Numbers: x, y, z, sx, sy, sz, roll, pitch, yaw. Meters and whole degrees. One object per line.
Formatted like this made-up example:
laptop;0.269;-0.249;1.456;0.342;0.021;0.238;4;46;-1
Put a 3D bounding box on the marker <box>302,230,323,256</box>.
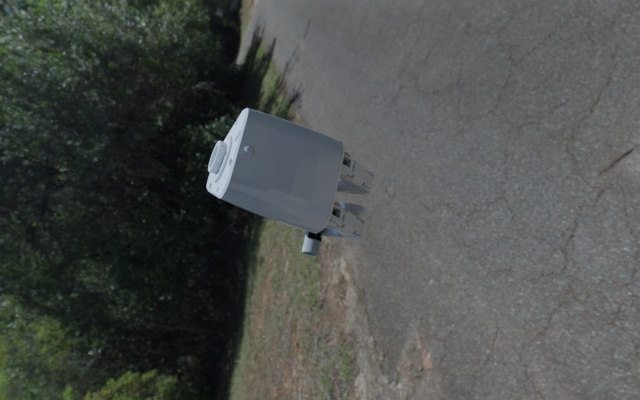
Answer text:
marker;0.000;0.002;0.536;0.020;0.121;0.020;11;-17;3
